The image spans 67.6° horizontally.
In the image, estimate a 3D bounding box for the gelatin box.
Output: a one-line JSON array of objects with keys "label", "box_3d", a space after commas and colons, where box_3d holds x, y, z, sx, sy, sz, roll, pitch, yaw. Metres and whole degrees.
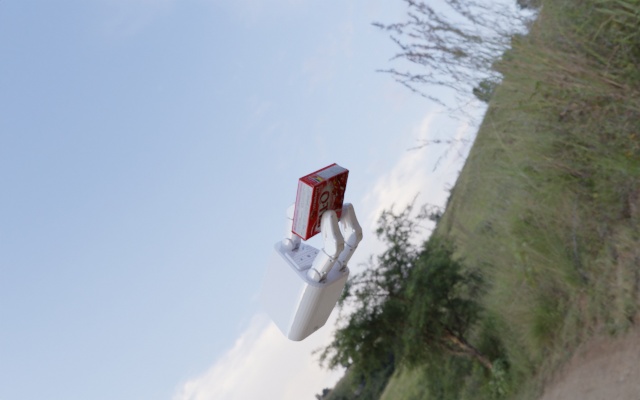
[{"label": "gelatin box", "box_3d": [0.000, 0.002, 0.639, 0.030, 0.089, 0.073, 31, 38, 30]}]
